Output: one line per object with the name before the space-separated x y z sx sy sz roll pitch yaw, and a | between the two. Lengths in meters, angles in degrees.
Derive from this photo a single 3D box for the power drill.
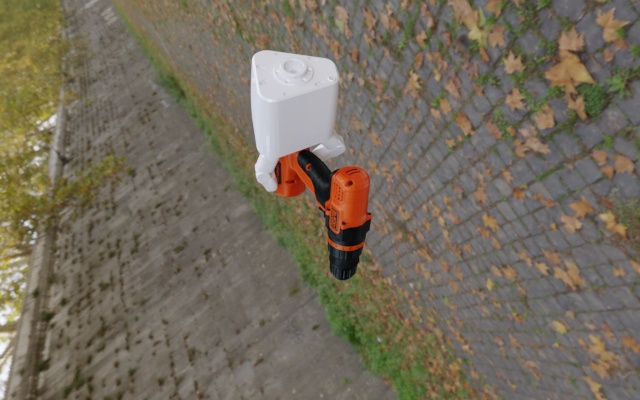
power drill | 0.000 0.002 0.690 0.057 0.185 0.187 -19 42 -30
